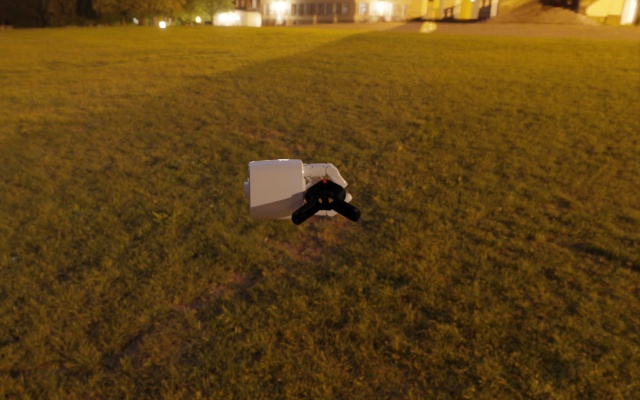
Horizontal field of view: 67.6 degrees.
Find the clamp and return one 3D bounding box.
[{"bbox_3d":[0.000,0.002,0.896,0.120,0.039,0.171,-1,20,-9],"label":"clamp"}]
